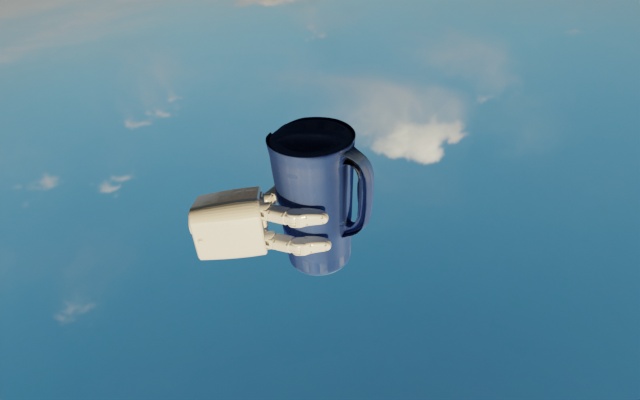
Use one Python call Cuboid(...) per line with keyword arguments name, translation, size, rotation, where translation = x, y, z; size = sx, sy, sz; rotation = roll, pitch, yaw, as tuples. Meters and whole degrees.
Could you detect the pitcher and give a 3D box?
Cuboid(name="pitcher", translation=(0.000, 0.002, 0.759), size=(0.145, 0.243, 0.149), rotation=(-8, 34, -5))
